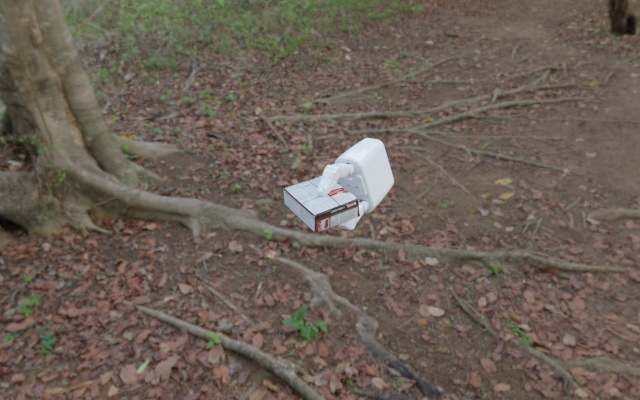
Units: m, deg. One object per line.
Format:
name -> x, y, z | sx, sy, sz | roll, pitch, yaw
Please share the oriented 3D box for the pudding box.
pudding box -> 0.000, 0.003, 0.820 | 0.090, 0.039, 0.113 | -21, 34, -23
